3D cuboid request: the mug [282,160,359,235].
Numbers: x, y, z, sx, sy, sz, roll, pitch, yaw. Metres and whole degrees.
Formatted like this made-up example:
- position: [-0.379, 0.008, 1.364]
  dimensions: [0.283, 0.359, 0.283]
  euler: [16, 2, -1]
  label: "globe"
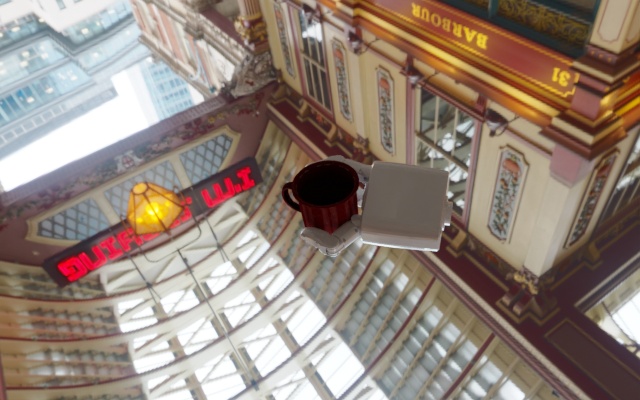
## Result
- position: [-0.001, 0.002, 0.679]
  dimensions: [0.117, 0.093, 0.082]
  euler: [8, -41, 17]
  label: "mug"
